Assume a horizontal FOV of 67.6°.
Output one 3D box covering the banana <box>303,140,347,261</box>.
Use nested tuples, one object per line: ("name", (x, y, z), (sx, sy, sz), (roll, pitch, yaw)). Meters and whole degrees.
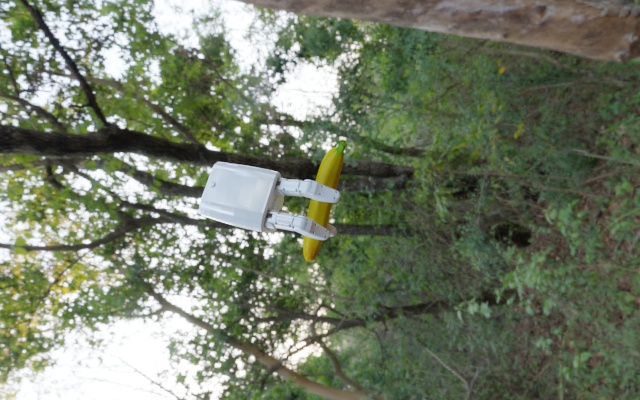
("banana", (0.002, -0.002, 0.773), (0.037, 0.198, 0.069), (14, 4, 4))
